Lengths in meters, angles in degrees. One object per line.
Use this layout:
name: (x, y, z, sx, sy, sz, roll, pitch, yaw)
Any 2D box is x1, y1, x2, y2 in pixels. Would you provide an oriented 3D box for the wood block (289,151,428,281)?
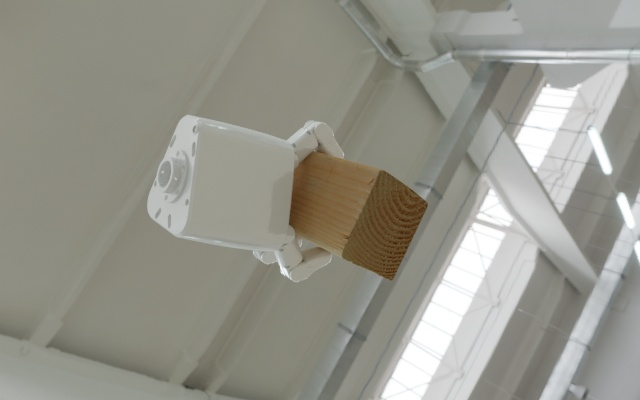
wood block: (0.000, 0.001, 0.531, 0.090, 0.091, 0.206, 30, -5, -42)
